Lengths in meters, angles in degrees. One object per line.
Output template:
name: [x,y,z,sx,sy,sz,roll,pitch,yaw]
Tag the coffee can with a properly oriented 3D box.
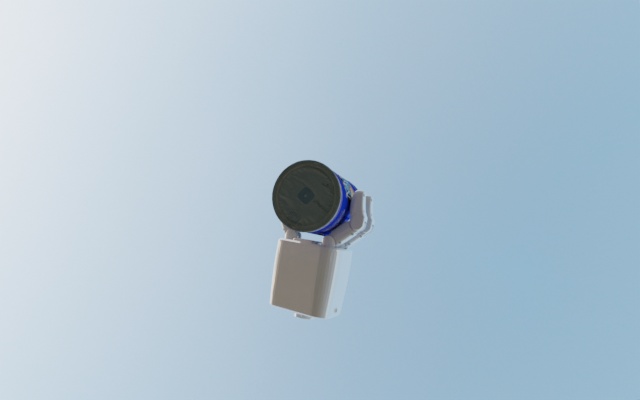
coffee can: [0.000,0.002,0.731,0.103,0.103,0.140,0,-8,18]
